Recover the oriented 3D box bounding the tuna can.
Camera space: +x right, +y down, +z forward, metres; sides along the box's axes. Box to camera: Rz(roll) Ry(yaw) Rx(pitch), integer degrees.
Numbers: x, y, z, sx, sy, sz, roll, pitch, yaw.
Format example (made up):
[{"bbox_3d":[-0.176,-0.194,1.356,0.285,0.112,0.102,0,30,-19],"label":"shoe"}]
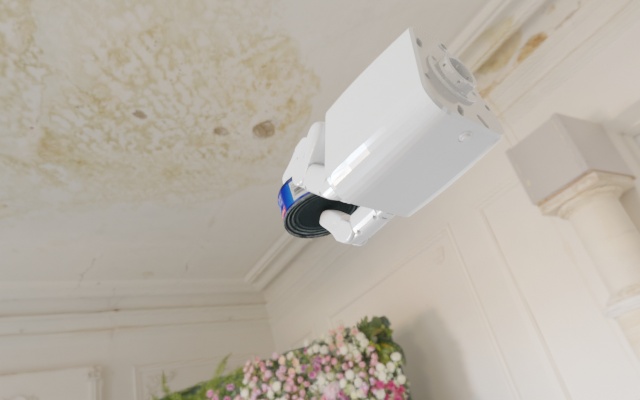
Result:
[{"bbox_3d":[0.000,0.001,0.491,0.086,0.033,0.086,-14,-33,-9],"label":"tuna can"}]
